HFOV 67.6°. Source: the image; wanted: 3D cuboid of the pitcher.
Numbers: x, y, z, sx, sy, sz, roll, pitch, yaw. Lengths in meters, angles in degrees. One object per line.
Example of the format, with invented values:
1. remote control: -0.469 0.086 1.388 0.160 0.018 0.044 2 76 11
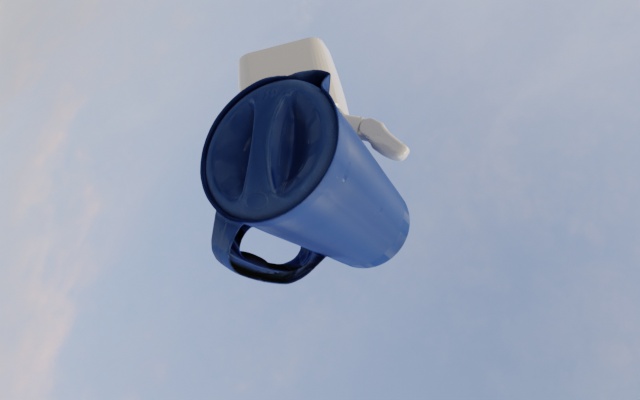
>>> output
1. pitcher: 0.000 0.001 0.481 0.149 0.145 0.243 -24 -29 18
